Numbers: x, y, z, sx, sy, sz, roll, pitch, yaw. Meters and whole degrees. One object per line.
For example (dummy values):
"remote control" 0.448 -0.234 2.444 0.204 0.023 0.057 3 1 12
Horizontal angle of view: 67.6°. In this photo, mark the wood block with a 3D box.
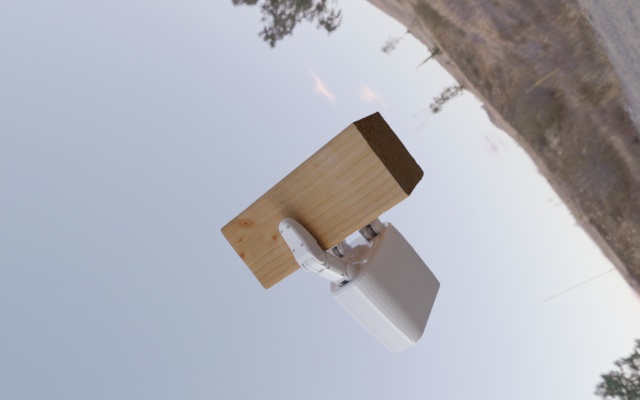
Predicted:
"wood block" 0.000 0.002 0.534 0.206 0.090 0.090 -36 1 28
